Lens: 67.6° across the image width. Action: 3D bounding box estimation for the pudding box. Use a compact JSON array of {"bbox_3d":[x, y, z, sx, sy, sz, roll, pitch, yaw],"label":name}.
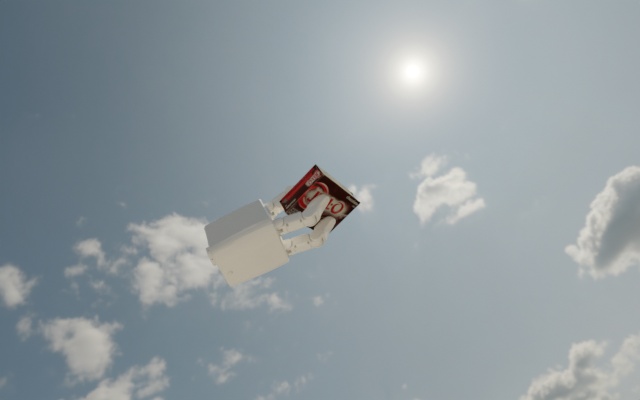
[{"bbox_3d":[0.000,0.003,0.807,0.113,0.090,0.039,33,17,-45],"label":"pudding box"}]
